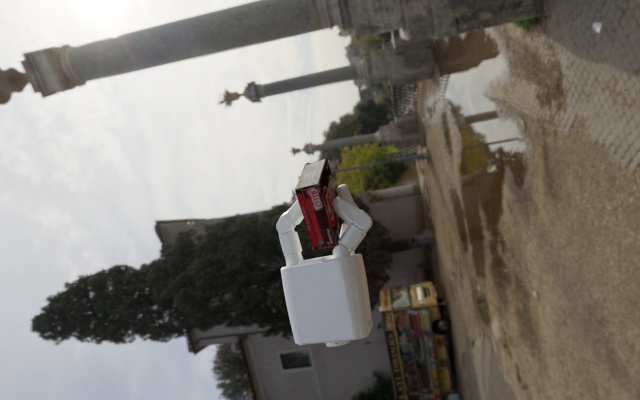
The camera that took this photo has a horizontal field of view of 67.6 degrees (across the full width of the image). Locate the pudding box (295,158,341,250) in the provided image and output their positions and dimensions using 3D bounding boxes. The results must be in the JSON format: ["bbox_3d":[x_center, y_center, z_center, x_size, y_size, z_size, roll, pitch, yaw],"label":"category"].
[{"bbox_3d":[0.000,0.002,0.654,0.039,0.090,0.113,-12,21,8],"label":"pudding box"}]
